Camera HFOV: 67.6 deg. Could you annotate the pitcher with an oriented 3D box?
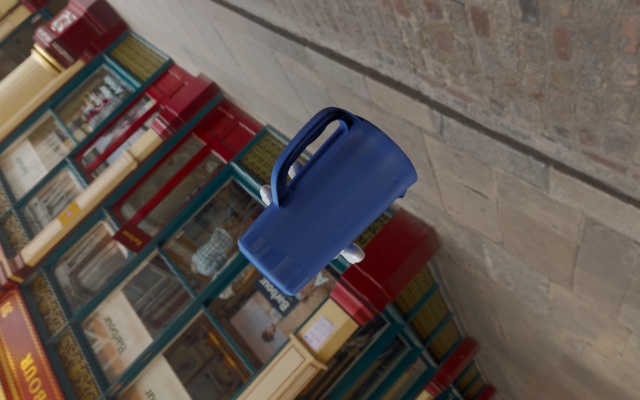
[{"bbox_3d":[0.000,0.002,0.651,0.149,0.243,0.145,43,-7,11],"label":"pitcher"}]
